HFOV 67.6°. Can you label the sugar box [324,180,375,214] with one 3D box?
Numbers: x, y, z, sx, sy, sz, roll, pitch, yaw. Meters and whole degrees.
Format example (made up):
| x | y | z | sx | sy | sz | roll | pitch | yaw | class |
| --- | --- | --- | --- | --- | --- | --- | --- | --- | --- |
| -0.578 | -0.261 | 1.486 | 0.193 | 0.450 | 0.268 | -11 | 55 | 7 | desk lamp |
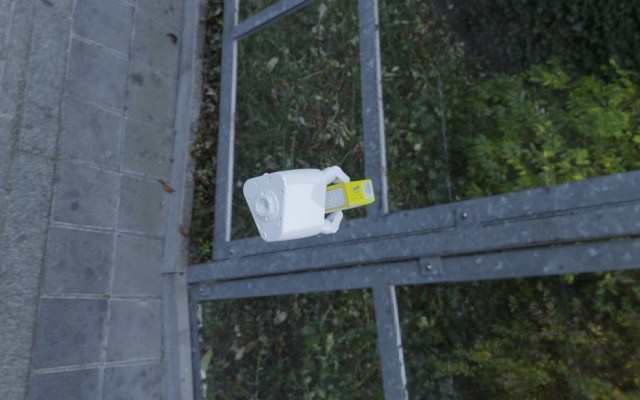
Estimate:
| x | y | z | sx | sy | sz | roll | pitch | yaw | class |
| --- | --- | --- | --- | --- | --- | --- | --- | --- | --- |
| 0.000 | 0.002 | 0.868 | 0.176 | 0.048 | 0.093 | -11 | -2 | 35 | sugar box |
